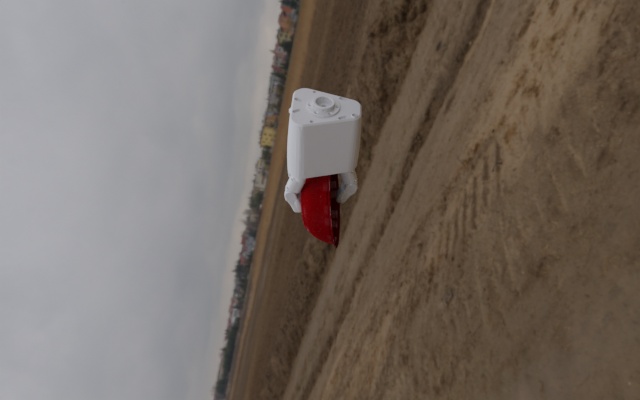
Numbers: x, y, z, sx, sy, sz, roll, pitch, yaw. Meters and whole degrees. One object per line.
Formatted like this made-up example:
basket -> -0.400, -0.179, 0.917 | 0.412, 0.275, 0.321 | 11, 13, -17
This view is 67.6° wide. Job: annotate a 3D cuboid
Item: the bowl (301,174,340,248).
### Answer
bowl -> 0.000, 0.004, 0.829 | 0.055, 0.162, 0.162 | -3, 0, 7
